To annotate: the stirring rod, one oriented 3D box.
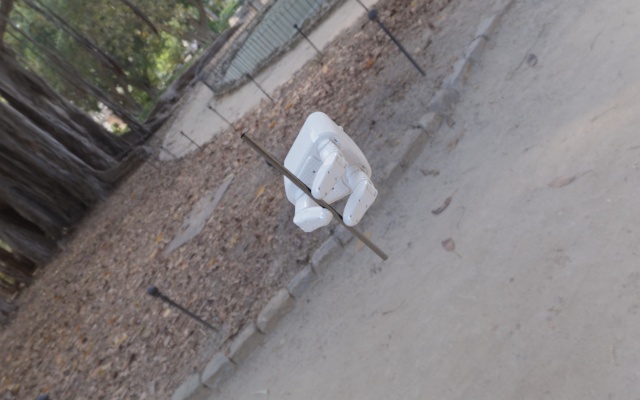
[{"bbox_3d":[0.000,0.002,0.561,0.239,0.011,0.011,41,-20,-24],"label":"stirring rod"}]
